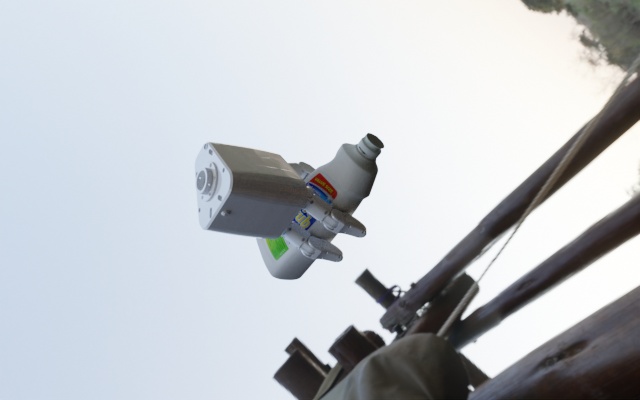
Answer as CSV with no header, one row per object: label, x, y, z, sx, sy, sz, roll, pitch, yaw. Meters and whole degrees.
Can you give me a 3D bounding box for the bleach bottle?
bleach bottle,0.000,0.002,0.667,0.068,0.102,0.251,9,-48,-38
